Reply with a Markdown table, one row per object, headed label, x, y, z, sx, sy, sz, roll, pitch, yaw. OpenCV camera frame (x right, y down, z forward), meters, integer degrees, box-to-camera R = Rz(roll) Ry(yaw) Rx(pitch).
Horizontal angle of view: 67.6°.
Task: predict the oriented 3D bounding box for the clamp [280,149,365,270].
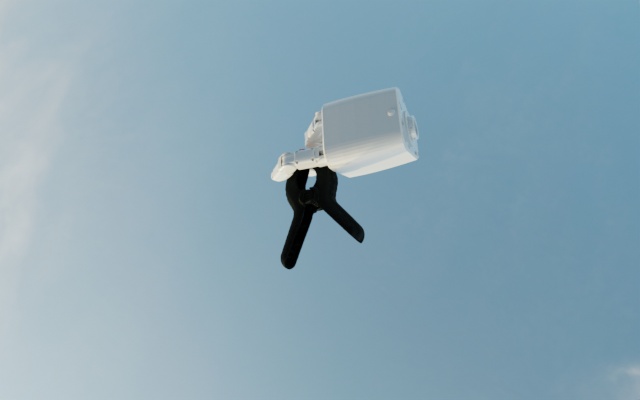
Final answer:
| label | x | y | z | sx | sy | sz | roll | pitch | yaw |
| --- | --- | --- | --- | --- | --- | --- | --- | --- | --- |
| clamp | 0.000 | 0.002 | 0.645 | 0.120 | 0.171 | 0.039 | -12 | -26 | 20 |
